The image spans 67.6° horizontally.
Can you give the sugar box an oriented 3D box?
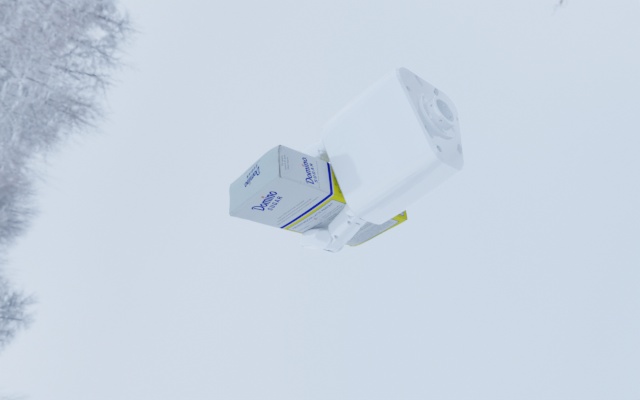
[{"bbox_3d":[0.000,0.001,0.520,0.176,0.048,0.093,20,-38,-35],"label":"sugar box"}]
